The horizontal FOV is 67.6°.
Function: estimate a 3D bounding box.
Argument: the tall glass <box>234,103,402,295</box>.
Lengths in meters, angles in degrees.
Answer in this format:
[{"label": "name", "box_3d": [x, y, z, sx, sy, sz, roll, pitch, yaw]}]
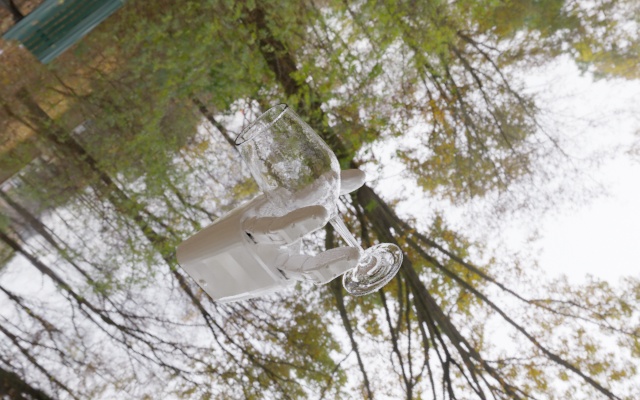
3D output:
[{"label": "tall glass", "box_3d": [0.001, 0.002, 0.479, 0.079, 0.201, 0.079, -31, 24, 15]}]
